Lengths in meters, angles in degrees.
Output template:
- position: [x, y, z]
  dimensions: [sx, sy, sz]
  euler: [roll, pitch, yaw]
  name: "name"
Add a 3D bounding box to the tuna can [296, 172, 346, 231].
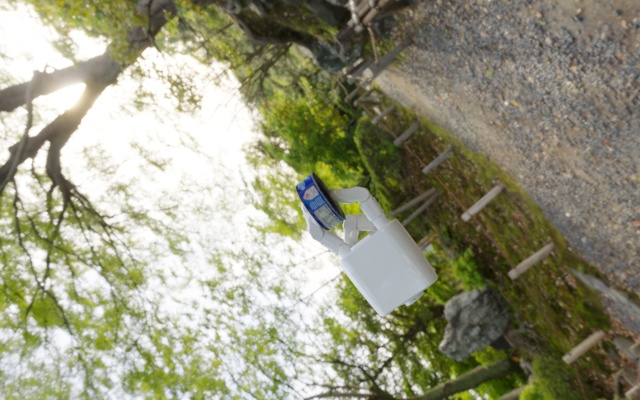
- position: [0.000, 0.003, 0.712]
  dimensions: [0.034, 0.086, 0.086]
  euler: [-35, -6, 8]
  name: "tuna can"
